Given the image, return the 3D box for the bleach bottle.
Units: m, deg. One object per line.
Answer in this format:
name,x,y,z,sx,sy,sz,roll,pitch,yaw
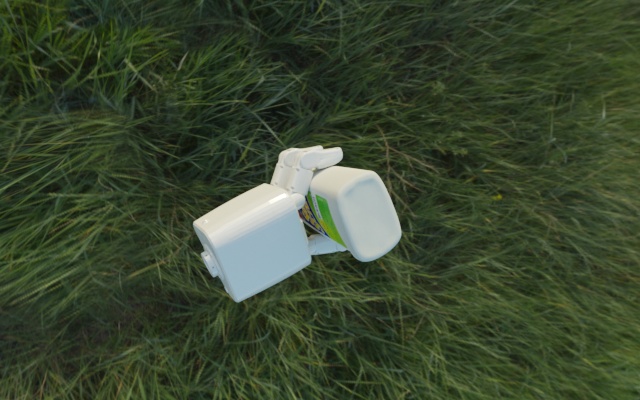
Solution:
bleach bottle,0.000,0.002,0.632,0.068,0.102,0.251,-29,18,-20
